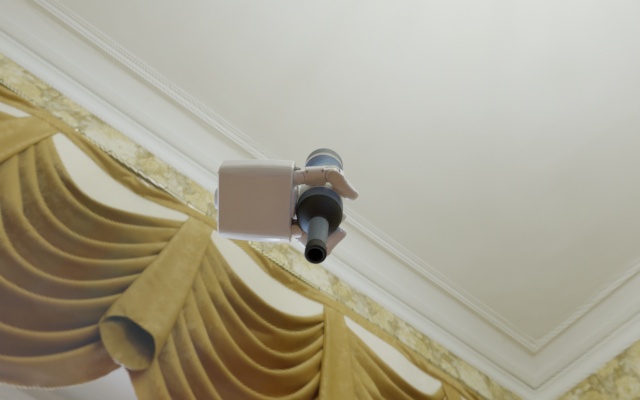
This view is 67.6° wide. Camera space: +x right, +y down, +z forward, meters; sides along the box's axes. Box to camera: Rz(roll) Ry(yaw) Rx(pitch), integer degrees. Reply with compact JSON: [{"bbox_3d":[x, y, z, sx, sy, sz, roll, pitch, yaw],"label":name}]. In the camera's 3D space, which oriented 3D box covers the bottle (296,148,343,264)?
[{"bbox_3d":[0.000,0.002,0.704,0.069,0.069,0.295,0,25,3],"label":"bottle"}]
